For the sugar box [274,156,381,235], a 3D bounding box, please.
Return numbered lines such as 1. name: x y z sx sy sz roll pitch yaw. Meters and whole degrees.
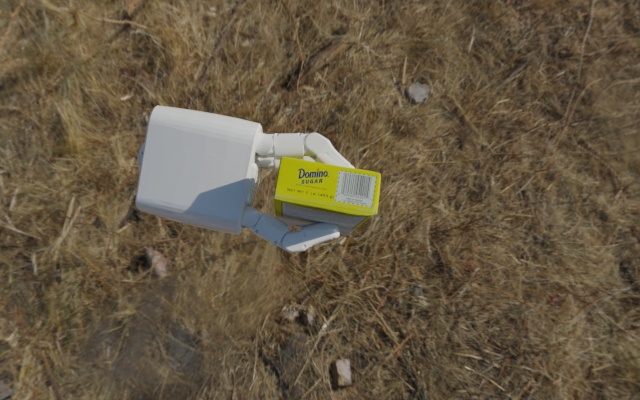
1. sugar box: 0.000 0.001 0.502 0.093 0.048 0.176 10 -8 -4
